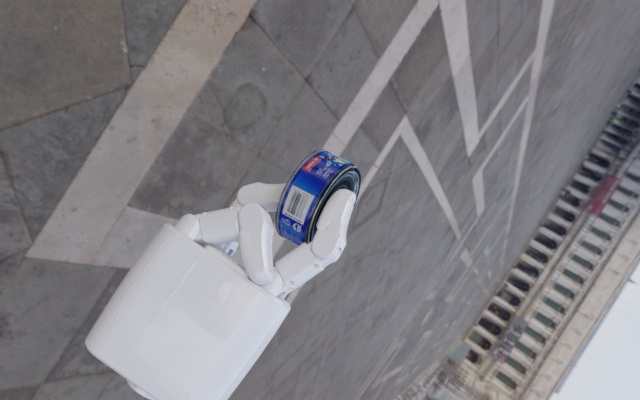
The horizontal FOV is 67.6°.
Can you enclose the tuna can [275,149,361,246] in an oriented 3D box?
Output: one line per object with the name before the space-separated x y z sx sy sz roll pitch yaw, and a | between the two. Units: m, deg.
tuna can | 0.001 0.002 0.414 0.033 0.086 0.086 28 11 22
